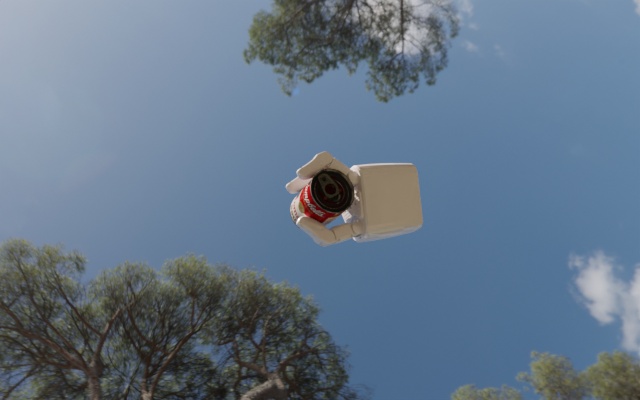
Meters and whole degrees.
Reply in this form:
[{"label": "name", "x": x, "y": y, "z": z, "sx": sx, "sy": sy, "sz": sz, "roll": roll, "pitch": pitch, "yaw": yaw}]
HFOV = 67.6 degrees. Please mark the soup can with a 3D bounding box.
[{"label": "soup can", "x": 0.000, "y": 0.003, "z": 0.718, "sx": 0.068, "sy": 0.068, "sz": 0.102, "roll": 0, "pitch": -20, "yaw": -22}]
